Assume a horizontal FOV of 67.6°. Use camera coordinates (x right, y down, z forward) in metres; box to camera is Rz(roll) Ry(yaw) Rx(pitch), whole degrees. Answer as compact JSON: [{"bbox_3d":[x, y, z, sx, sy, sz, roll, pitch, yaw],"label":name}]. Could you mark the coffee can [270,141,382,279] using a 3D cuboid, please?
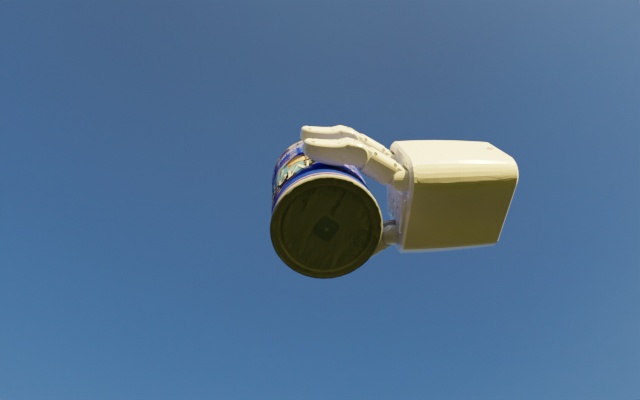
[{"bbox_3d":[0.000,0.002,0.495,0.103,0.103,0.140,0,21,-5],"label":"coffee can"}]
